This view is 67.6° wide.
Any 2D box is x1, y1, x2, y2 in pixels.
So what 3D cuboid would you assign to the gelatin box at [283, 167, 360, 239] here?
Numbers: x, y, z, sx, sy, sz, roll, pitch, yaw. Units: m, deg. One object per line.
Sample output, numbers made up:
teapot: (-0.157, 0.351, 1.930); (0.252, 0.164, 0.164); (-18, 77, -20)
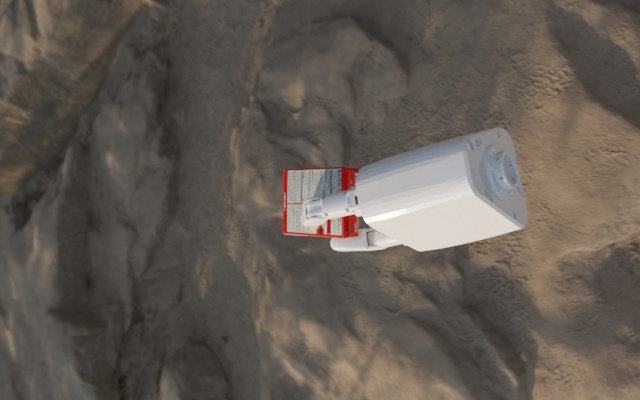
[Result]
gelatin box: (0.000, 0.002, 0.515); (0.089, 0.073, 0.030); (0, 1, 39)
